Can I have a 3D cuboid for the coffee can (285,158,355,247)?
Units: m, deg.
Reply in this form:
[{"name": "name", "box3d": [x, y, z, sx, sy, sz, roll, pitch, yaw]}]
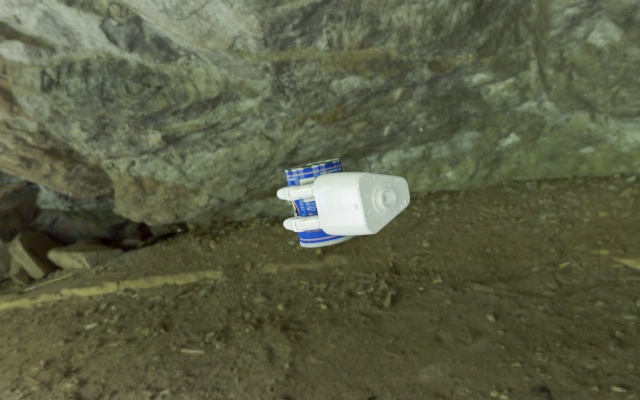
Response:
[{"name": "coffee can", "box3d": [0.000, 0.003, 0.860, 0.103, 0.140, 0.103, -12, 7, 1]}]
